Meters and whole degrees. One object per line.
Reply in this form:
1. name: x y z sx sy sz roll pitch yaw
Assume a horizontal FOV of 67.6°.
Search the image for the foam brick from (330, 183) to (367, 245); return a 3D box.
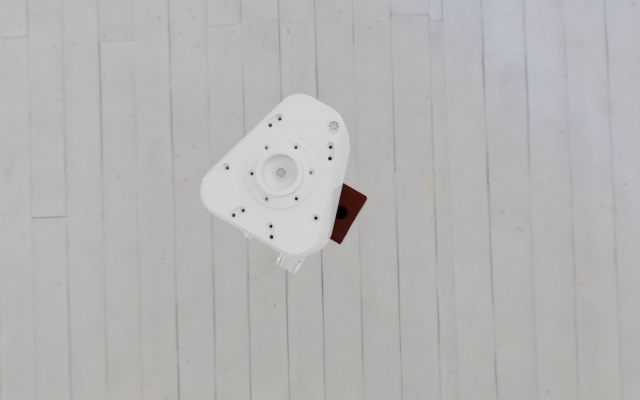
1. foam brick: 0.000 0.002 0.465 0.078 0.053 0.051 29 -1 3
